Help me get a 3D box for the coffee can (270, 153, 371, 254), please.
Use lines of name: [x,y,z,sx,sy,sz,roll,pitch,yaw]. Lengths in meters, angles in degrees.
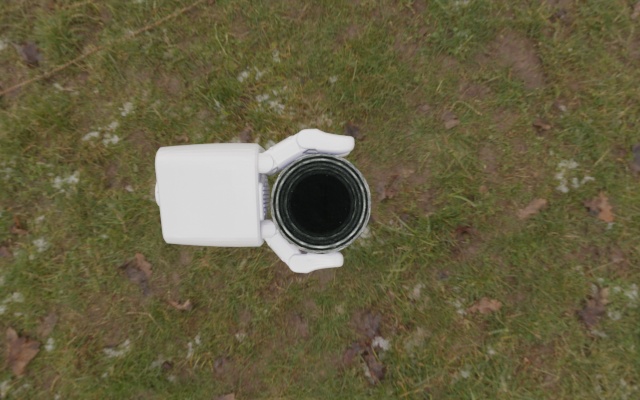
coffee can: [0.000,0.002,0.549,0.103,0.103,0.140,0,1,0]
